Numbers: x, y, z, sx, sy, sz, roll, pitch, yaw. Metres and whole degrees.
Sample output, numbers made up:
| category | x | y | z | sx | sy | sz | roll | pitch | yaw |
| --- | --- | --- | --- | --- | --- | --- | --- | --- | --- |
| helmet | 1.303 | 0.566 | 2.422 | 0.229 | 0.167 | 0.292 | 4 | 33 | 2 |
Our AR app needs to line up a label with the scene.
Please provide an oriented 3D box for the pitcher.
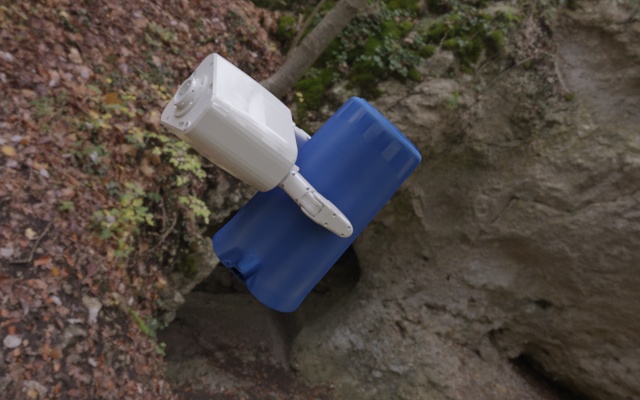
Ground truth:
| category | x | y | z | sx | sy | sz | roll | pitch | yaw |
| --- | --- | --- | --- | --- | --- | --- | --- | --- | --- |
| pitcher | 0.000 | 0.002 | 0.569 | 0.145 | 0.243 | 0.149 | 36 | 13 | -35 |
